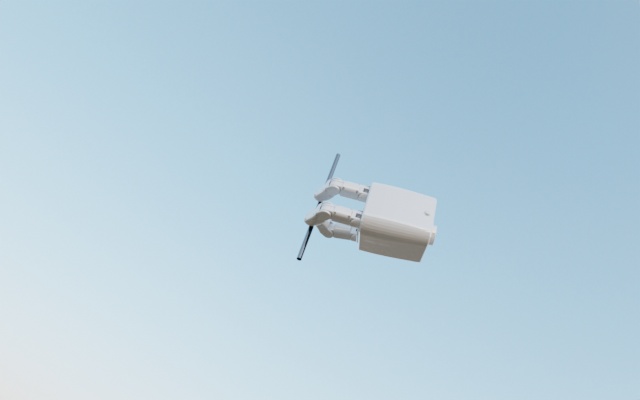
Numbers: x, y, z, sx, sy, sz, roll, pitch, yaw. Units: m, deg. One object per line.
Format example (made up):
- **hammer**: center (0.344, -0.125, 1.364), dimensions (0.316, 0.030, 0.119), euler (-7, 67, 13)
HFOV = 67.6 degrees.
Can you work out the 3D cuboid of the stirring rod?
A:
- **stirring rod**: center (0.000, 0.003, 0.798), dimensions (0.011, 0.239, 0.011), euler (12, -41, 10)
